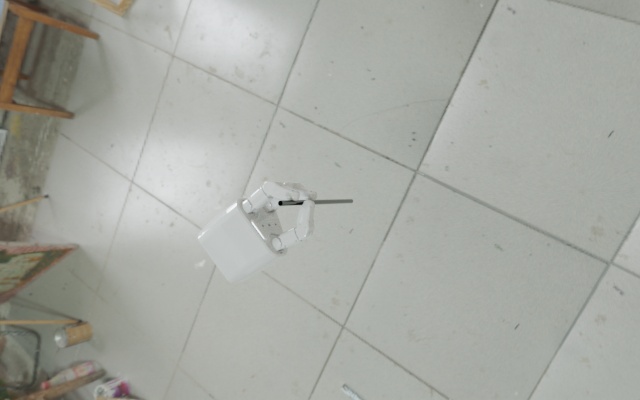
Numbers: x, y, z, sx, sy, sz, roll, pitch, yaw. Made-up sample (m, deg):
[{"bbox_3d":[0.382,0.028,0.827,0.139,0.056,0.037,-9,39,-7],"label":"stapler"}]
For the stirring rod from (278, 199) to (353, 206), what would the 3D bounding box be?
[{"bbox_3d":[0.000,0.003,0.787,0.011,0.011,0.239,0,1,29],"label":"stirring rod"}]
